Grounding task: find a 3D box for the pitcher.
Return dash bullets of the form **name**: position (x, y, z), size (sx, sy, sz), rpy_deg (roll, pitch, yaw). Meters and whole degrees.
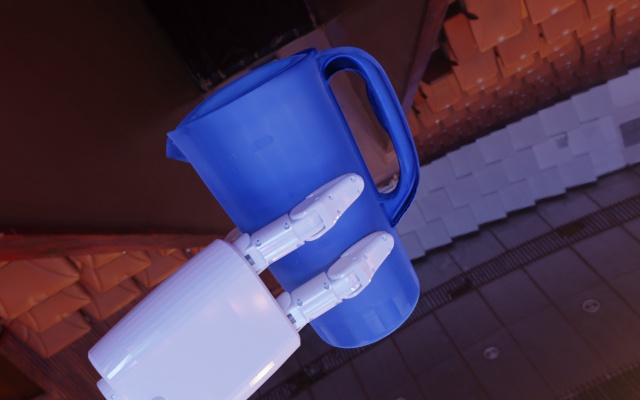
- **pitcher**: position (0.000, 0.001, 0.408), size (0.145, 0.243, 0.149), rpy_deg (-42, 23, -28)
